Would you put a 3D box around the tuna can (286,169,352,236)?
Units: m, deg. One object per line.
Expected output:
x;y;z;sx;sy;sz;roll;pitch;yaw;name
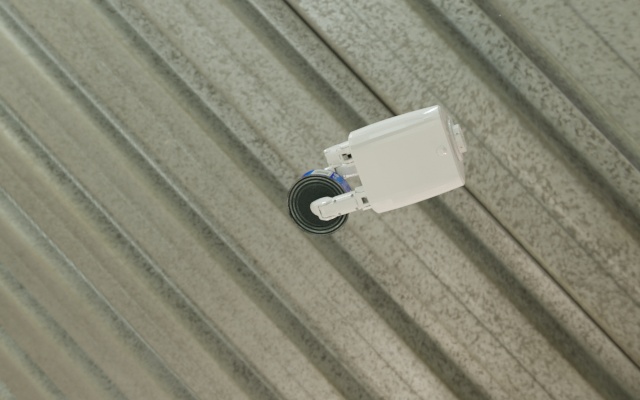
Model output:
0.000;0.002;0.636;0.086;0.086;0.033;0;18;15;tuna can
